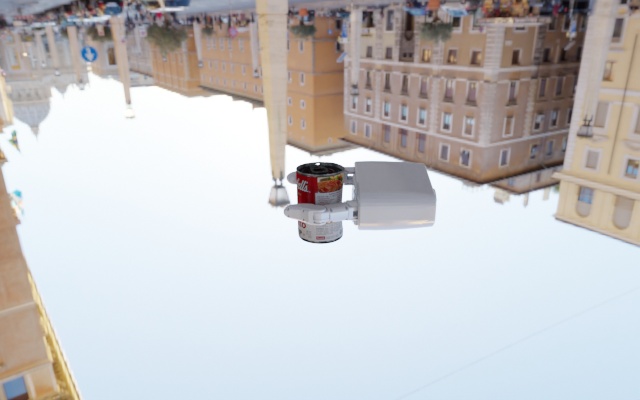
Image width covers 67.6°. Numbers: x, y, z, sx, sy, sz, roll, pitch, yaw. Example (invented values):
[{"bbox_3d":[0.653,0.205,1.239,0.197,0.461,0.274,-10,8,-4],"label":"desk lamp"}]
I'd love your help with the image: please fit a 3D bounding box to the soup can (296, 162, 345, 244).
[{"bbox_3d":[0.000,0.003,0.678,0.068,0.102,0.068,0,20,0],"label":"soup can"}]
